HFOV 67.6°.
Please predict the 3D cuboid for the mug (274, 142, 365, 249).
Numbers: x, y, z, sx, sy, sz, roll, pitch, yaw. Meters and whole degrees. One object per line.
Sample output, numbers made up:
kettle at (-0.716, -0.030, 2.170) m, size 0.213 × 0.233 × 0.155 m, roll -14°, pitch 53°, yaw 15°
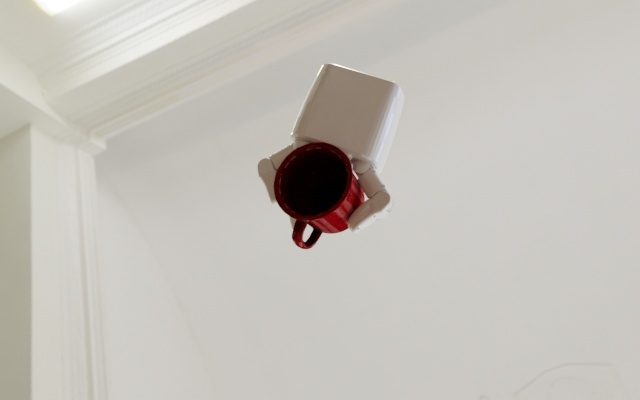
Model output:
mug at (0.000, 0.003, 0.557) m, size 0.093 × 0.117 × 0.081 m, roll 14°, pitch -14°, yaw 25°
